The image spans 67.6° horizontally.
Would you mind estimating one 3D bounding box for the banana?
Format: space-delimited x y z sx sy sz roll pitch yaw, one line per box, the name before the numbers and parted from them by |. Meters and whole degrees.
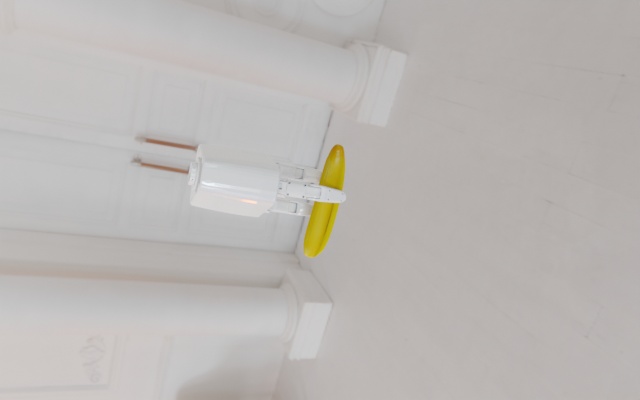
banana | 0.003 0.014 0.728 0.037 0.198 0.069 9 25 -17
